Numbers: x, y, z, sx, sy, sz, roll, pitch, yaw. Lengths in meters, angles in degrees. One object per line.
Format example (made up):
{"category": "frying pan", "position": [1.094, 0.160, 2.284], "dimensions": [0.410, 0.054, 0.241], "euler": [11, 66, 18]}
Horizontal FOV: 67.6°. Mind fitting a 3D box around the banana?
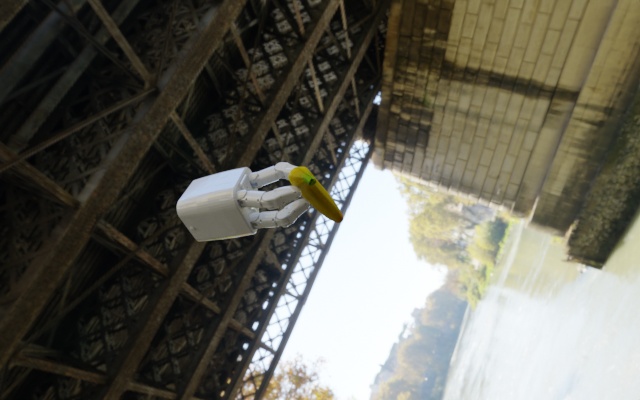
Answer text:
{"category": "banana", "position": [-0.011, -0.012, 0.789], "dimensions": [0.037, 0.069, 0.198], "euler": [-38, -25, 2]}
